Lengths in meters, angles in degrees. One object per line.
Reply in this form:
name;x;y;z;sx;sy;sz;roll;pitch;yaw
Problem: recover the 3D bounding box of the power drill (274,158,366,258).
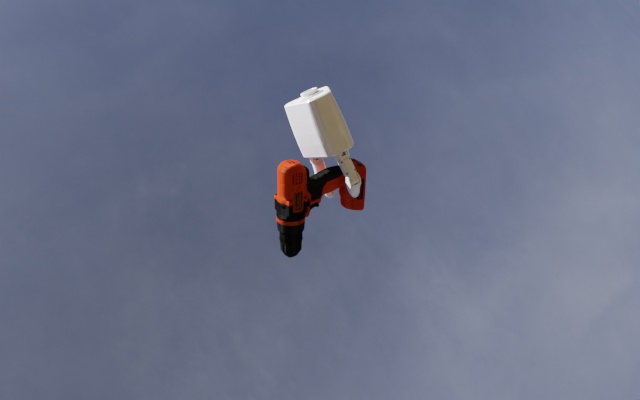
power drill;0.000;0.003;0.893;0.187;0.184;0.057;-17;31;-37
